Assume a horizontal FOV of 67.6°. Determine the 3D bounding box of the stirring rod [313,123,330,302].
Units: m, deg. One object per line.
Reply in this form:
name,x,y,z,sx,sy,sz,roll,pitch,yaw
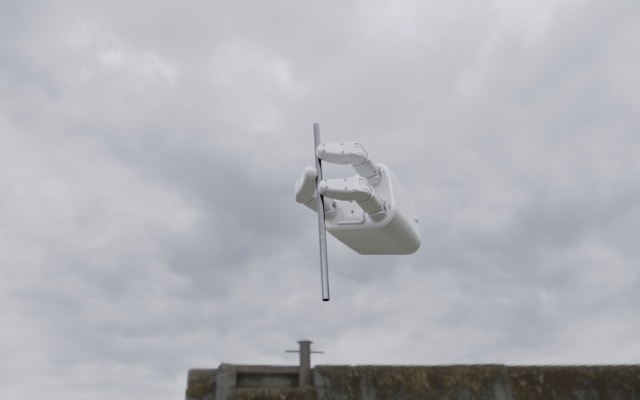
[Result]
stirring rod,0.000,0.002,0.554,0.011,0.239,0.011,-2,-34,-1
